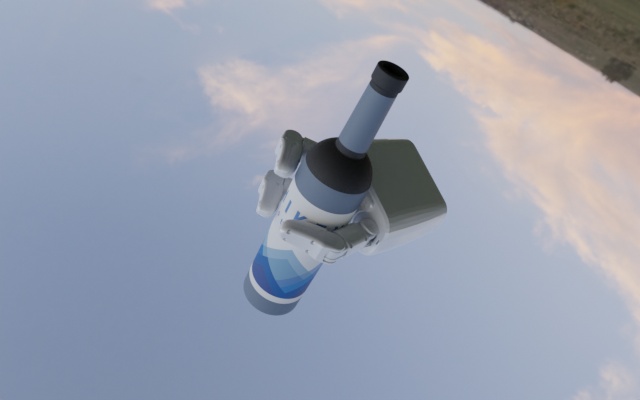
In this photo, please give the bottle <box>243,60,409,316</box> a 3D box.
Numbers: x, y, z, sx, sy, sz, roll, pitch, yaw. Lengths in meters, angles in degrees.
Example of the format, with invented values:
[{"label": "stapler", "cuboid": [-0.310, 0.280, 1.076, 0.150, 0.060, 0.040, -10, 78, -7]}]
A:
[{"label": "bottle", "cuboid": [0.000, 0.002, 0.457, 0.069, 0.069, 0.296, 0, -44, -32]}]
